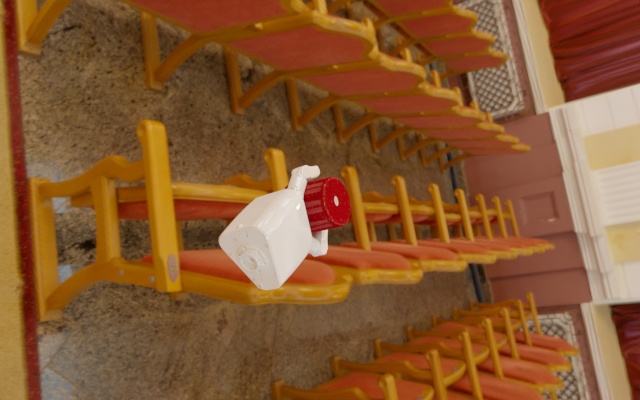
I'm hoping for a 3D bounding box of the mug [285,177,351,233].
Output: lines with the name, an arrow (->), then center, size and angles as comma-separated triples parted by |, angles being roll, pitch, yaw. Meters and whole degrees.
mug -> 0.001, 0.002, 0.784 | 0.081, 0.093, 0.117 | -13, 24, 34
